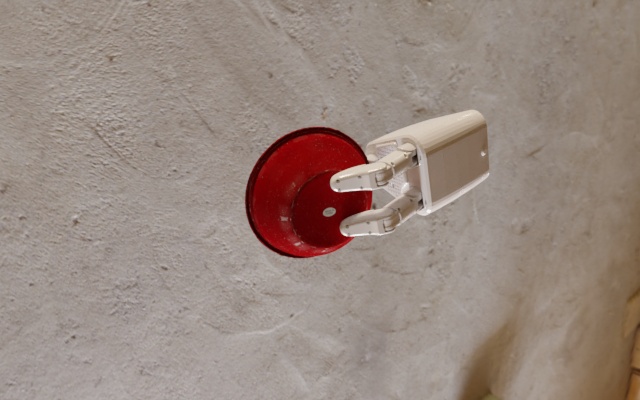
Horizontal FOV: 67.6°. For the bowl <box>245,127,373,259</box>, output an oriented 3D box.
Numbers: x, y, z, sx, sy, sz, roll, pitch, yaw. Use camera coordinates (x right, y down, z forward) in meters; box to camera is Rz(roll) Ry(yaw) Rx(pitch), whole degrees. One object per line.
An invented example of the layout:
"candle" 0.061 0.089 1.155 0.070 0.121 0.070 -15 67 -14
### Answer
"bowl" -0.001 0.003 0.536 0.162 0.162 0.055 0 19 -25
